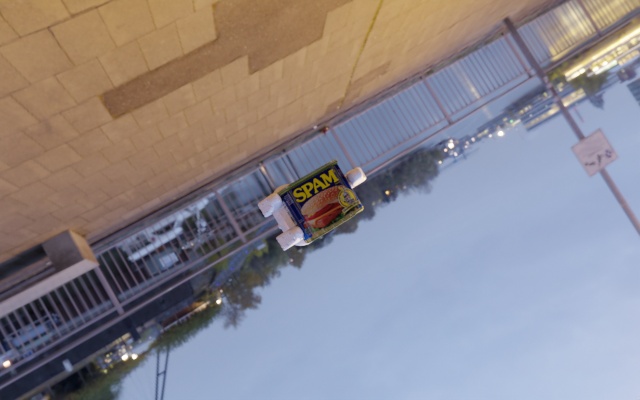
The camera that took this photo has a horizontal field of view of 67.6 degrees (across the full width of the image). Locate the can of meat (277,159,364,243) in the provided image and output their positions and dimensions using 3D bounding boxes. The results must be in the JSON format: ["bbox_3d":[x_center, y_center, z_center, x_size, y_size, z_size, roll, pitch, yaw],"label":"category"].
[{"bbox_3d":[0.000,0.002,0.686,0.102,0.084,0.057,-30,-2,-15],"label":"can of meat"}]
